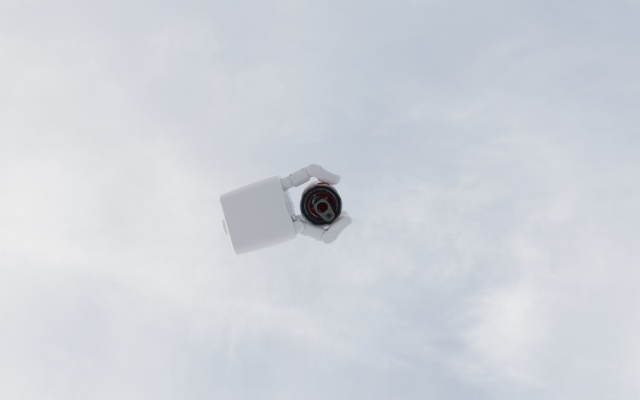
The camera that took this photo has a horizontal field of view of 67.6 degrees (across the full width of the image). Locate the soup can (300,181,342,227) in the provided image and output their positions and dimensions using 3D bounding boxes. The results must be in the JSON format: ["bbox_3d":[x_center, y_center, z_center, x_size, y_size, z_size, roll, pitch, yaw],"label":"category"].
[{"bbox_3d":[0.001,0.002,0.802,0.068,0.068,0.102,0,7,-1],"label":"soup can"}]
